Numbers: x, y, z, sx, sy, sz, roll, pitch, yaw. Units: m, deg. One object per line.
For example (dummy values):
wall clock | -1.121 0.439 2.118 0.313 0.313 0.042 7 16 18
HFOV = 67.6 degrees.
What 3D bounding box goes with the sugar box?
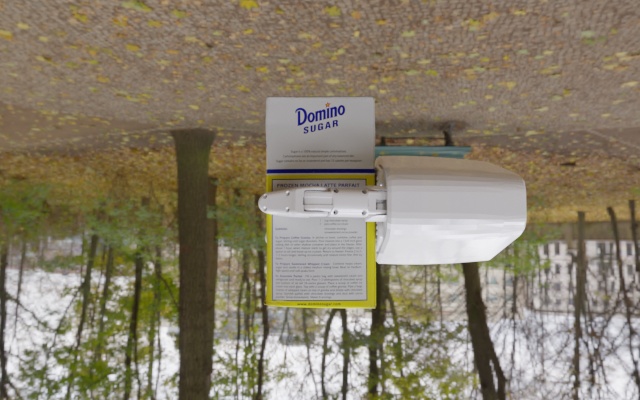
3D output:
sugar box | 0.000 0.001 0.411 0.093 0.176 0.048 1 -5 0
